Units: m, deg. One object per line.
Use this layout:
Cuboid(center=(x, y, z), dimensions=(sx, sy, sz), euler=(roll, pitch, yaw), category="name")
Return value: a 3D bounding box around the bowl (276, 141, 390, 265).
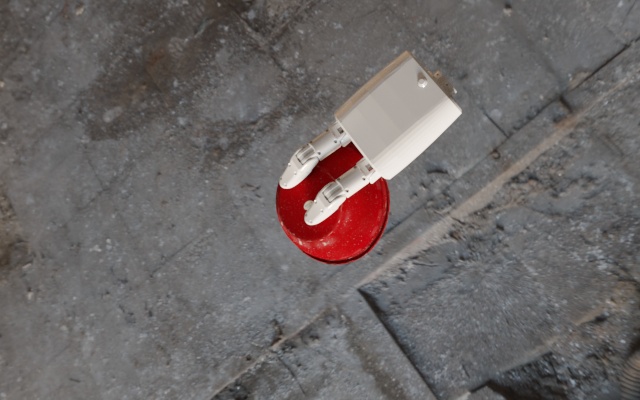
Cuboid(center=(-0.001, 0.003, 0.583), dimensions=(0.162, 0.162, 0.055), euler=(0, 3, 32), category="bowl")
